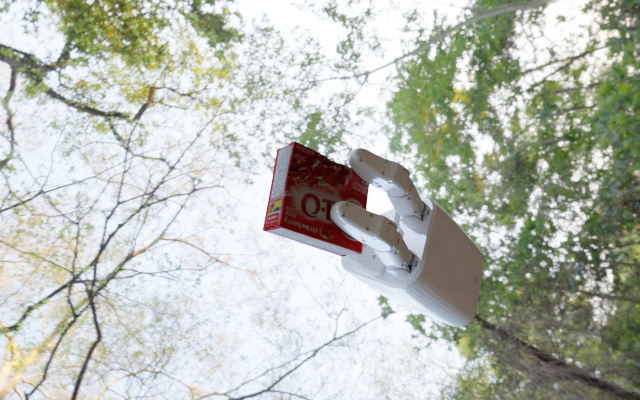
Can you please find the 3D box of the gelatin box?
[{"bbox_3d":[0.000,0.001,0.403,0.089,0.073,0.030,22,-23,-34],"label":"gelatin box"}]
